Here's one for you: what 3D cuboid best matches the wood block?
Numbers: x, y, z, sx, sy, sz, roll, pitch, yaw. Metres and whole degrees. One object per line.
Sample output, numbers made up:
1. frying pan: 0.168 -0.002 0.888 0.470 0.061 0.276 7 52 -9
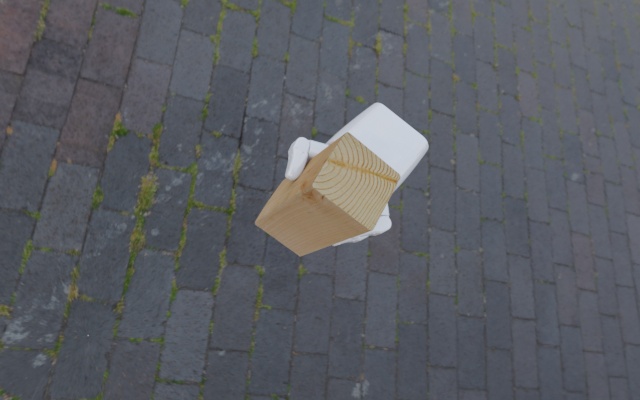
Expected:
1. wood block: 0.000 0.002 0.641 0.091 0.090 0.206 38 -27 -12
